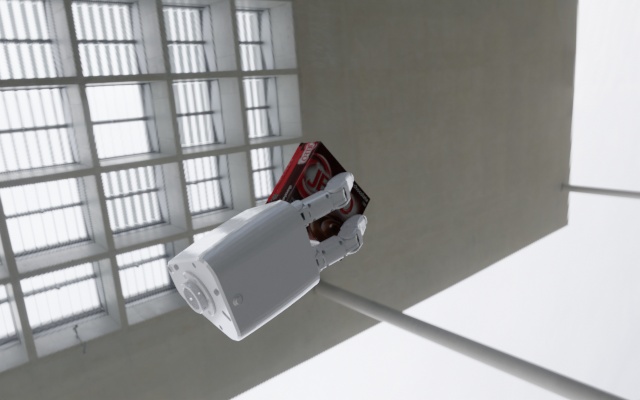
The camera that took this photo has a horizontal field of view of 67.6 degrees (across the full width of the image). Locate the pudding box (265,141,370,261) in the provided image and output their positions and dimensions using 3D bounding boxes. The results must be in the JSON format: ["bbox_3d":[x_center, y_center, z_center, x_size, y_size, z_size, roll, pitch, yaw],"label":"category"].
[{"bbox_3d":[0.000,0.002,0.542,0.039,0.090,0.113,6,-30,43],"label":"pudding box"}]
